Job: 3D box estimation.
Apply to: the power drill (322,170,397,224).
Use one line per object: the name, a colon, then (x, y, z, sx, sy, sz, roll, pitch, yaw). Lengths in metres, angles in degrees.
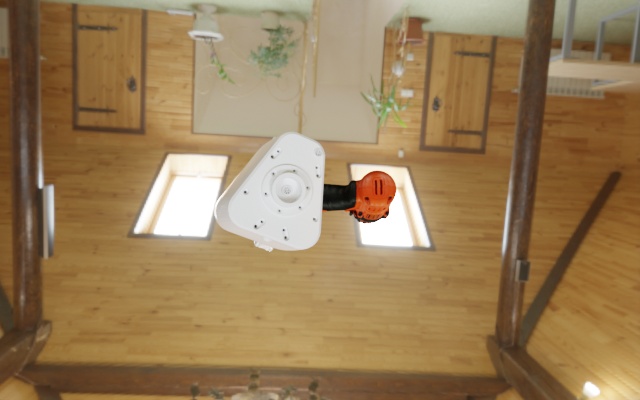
power drill: (0.000, 0.002, 0.634, 0.187, 0.057, 0.184, -3, -13, 0)
